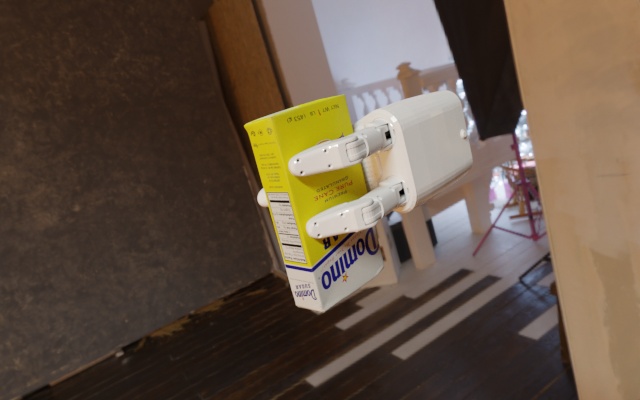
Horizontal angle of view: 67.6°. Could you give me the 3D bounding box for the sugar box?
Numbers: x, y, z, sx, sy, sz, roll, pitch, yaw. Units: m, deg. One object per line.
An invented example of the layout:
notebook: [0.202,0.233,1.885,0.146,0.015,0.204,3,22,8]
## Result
sugar box: [0.001,0.001,0.436,0.093,0.176,0.048,-27,16,-39]
